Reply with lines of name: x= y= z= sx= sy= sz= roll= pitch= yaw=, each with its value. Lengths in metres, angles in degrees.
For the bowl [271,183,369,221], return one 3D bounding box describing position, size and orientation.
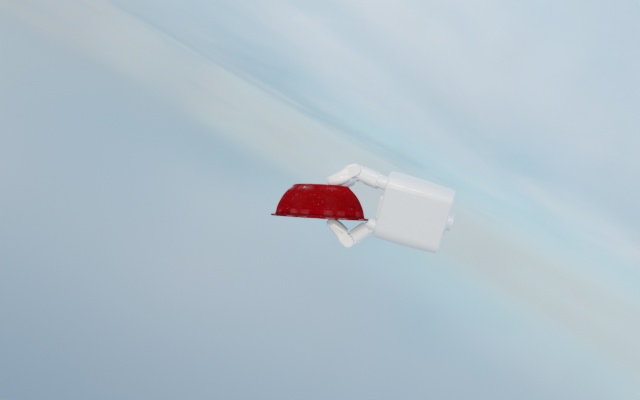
bowl: x=-0.001 y=0.002 z=0.789 sx=0.162 sy=0.055 sz=0.162 roll=3 pitch=-1 yaw=0
